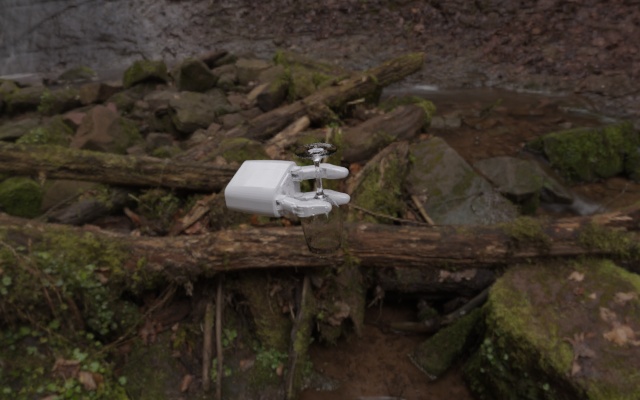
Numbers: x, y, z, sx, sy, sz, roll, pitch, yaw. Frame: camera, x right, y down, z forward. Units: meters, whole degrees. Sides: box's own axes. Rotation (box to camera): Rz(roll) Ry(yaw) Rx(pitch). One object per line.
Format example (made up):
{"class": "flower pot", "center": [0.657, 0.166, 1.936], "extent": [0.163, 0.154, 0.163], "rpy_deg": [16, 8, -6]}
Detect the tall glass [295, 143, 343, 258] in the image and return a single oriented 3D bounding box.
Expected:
{"class": "tall glass", "center": [0.000, 0.002, 0.866], "extent": [0.079, 0.201, 0.079], "rpy_deg": [-4, 25, 2]}
